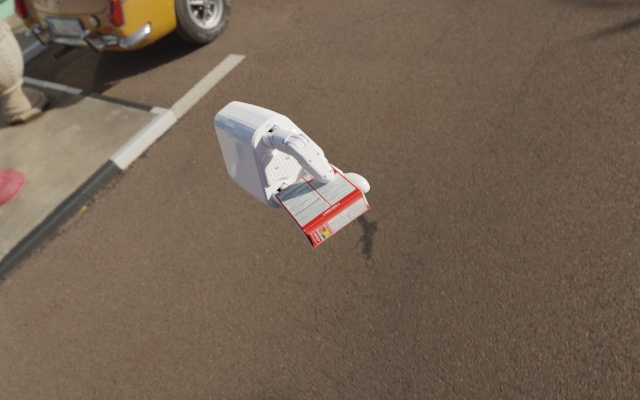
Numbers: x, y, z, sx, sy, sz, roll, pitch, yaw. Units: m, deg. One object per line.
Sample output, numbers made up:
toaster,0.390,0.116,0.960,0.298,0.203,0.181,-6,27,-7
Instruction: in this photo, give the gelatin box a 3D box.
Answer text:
gelatin box,0.000,0.002,0.520,0.073,0.030,0.089,-35,36,-7
